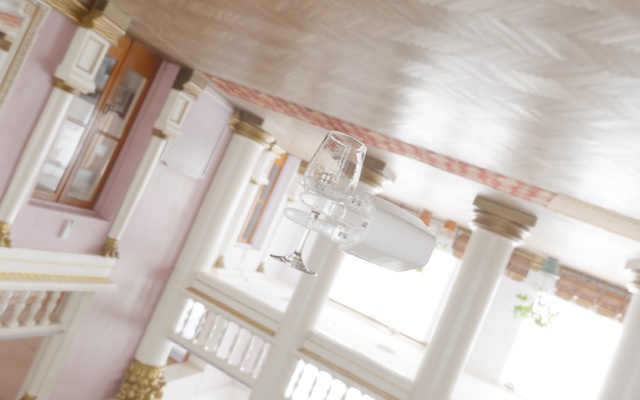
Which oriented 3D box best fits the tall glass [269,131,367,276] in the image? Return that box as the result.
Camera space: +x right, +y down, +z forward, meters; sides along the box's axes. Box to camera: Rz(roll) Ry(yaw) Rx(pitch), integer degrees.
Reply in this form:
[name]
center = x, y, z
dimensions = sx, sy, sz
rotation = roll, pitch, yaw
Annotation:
[tall glass]
center = 0.000, 0.003, 0.694
dimensions = 0.079, 0.201, 0.079
rotation = 23, -3, 1
